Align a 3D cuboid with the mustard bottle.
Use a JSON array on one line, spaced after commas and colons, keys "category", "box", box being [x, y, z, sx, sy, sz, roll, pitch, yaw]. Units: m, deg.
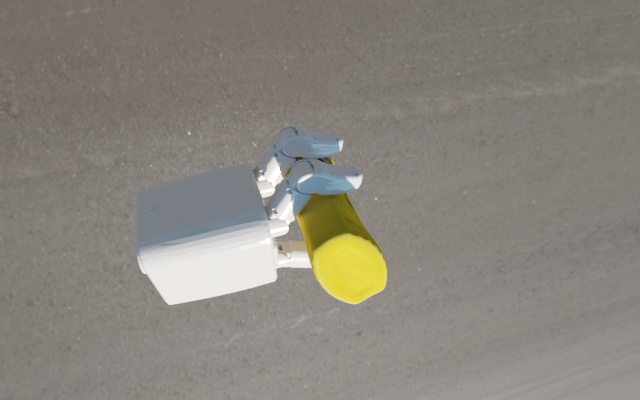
[{"category": "mustard bottle", "box": [0.000, 0.002, 0.462, 0.058, 0.191, 0.096, -31, -47, 6]}]
